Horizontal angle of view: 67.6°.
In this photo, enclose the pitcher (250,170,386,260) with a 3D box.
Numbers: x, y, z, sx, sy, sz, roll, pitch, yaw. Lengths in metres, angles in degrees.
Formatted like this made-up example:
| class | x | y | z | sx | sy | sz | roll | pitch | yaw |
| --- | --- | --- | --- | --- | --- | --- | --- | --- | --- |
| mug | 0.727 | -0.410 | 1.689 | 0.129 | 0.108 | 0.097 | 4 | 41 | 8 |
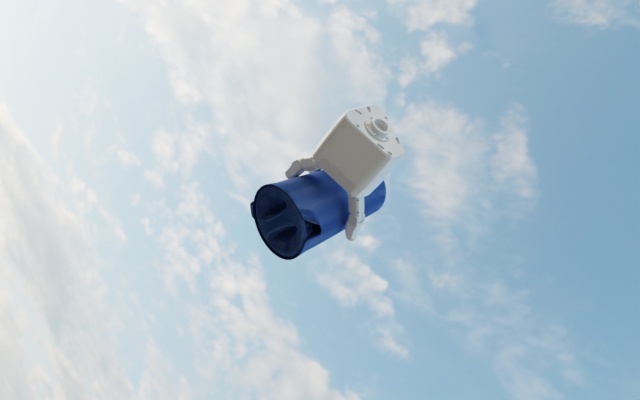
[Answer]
| class | x | y | z | sx | sy | sz | roll | pitch | yaw |
| --- | --- | --- | --- | --- | --- | --- | --- | --- | --- |
| pitcher | 0.000 | 0.003 | 0.877 | 0.243 | 0.149 | 0.145 | -22 | -22 | -42 |
